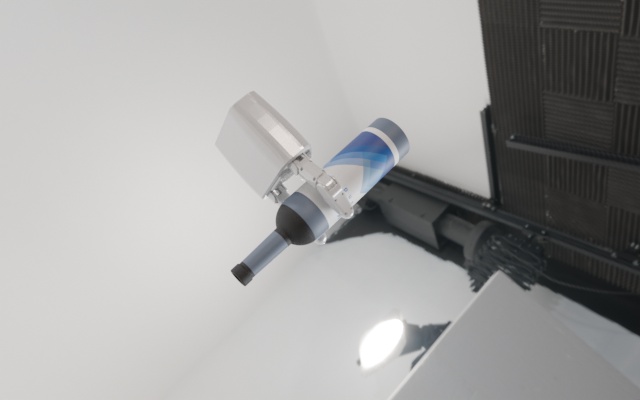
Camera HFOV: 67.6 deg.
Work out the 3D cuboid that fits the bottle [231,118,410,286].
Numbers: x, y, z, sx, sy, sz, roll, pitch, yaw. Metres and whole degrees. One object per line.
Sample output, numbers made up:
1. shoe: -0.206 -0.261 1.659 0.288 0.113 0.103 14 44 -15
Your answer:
1. bottle: 0.000 0.002 0.636 0.295 0.069 0.069 -43 17 -19
